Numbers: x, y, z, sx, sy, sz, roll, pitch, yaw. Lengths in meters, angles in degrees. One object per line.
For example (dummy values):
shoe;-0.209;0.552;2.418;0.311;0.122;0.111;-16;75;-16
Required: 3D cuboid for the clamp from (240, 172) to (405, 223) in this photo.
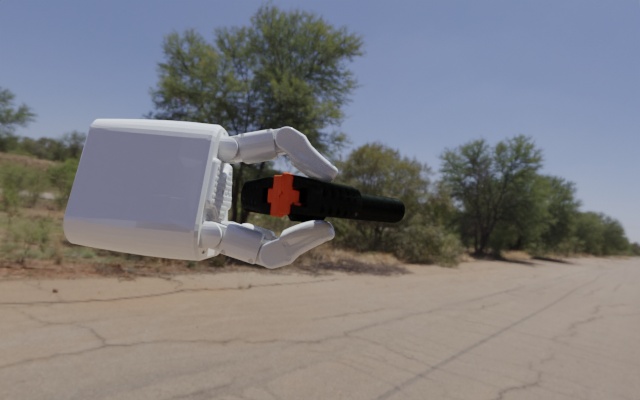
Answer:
clamp;0.000;0.000;0.405;0.164;0.036;0.210;4;-2;2
